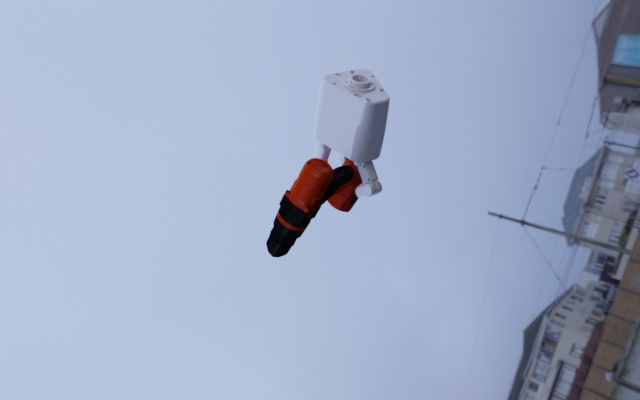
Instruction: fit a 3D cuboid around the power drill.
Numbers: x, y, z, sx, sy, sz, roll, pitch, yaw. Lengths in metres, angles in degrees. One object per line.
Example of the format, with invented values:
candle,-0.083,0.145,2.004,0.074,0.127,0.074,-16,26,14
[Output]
power drill,0.000,0.002,0.786,0.057,0.184,0.187,41,31,16
